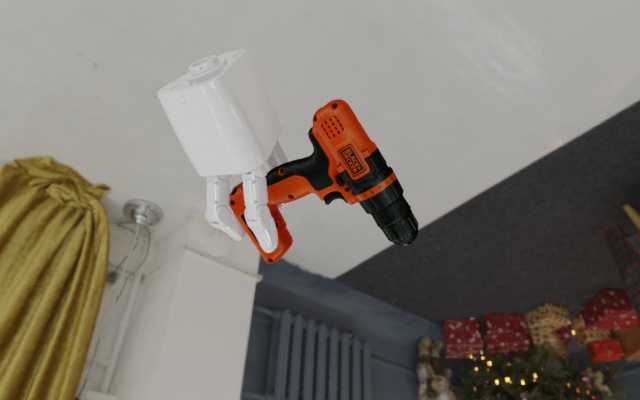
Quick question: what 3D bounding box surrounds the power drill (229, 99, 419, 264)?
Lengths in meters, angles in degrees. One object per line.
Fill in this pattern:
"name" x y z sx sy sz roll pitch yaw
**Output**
"power drill" 0.000 0.002 0.563 0.188 0.184 0.057 -29 7 21
